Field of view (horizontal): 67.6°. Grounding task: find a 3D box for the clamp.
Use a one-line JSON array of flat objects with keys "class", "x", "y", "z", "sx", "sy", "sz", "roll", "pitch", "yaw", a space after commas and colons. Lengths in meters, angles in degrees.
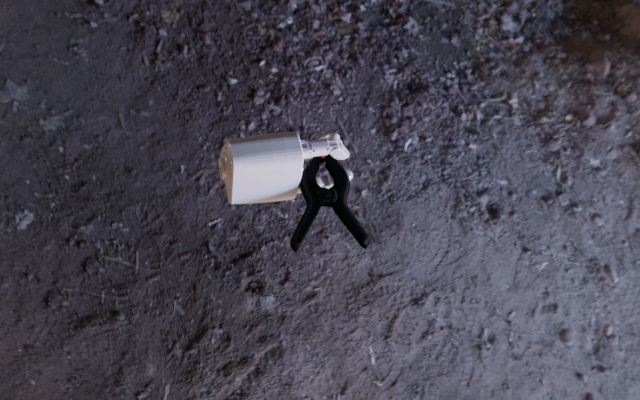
[{"class": "clamp", "x": 0.000, "y": 0.002, "z": 0.740, "sx": 0.120, "sy": 0.171, "sz": 0.039, "roll": -9, "pitch": -20, "yaw": -17}]
